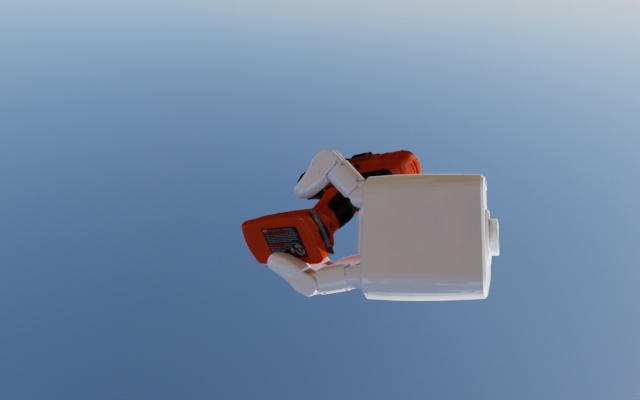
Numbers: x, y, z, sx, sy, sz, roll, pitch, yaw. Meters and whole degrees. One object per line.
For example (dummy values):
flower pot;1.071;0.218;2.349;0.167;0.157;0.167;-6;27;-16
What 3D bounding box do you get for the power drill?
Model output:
power drill;0.000;0.002;0.549;0.184;0.057;0.187;-10;22;44
